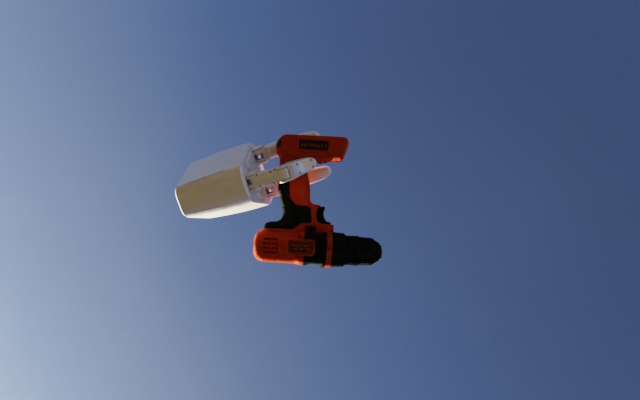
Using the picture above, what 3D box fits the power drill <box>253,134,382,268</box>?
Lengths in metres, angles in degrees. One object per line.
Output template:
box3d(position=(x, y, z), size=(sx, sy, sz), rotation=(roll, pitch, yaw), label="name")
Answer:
box3d(position=(0.000, 0.002, 0.691), size=(0.184, 0.187, 0.057), rotation=(3, -8, -5), label="power drill")
